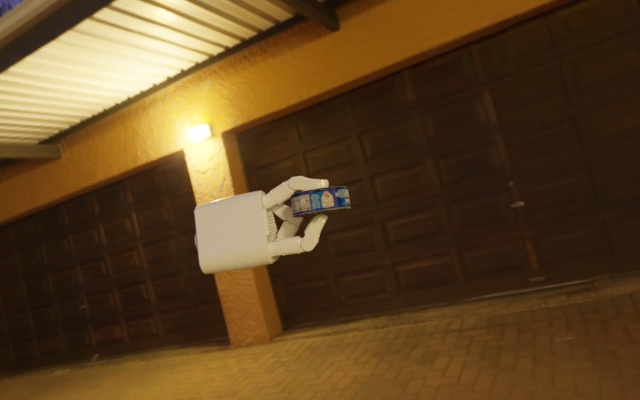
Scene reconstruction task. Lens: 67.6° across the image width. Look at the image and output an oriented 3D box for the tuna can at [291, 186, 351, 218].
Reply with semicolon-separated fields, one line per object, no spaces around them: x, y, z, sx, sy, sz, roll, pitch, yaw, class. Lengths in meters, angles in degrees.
0.000;0.002;0.696;0.086;0.034;0.086;-8;-4;-1;tuna can
